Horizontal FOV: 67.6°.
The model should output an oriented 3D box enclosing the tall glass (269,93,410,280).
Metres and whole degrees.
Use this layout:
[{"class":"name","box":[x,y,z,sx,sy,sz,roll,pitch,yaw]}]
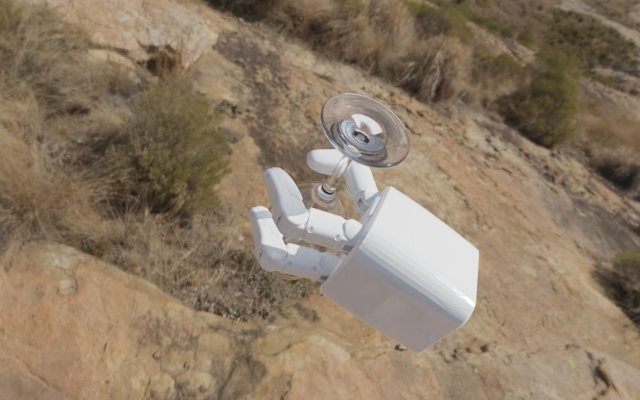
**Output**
[{"class":"tall glass","box":[0.000,0.001,0.435,0.079,0.079,0.201,0,-34,-25]}]
